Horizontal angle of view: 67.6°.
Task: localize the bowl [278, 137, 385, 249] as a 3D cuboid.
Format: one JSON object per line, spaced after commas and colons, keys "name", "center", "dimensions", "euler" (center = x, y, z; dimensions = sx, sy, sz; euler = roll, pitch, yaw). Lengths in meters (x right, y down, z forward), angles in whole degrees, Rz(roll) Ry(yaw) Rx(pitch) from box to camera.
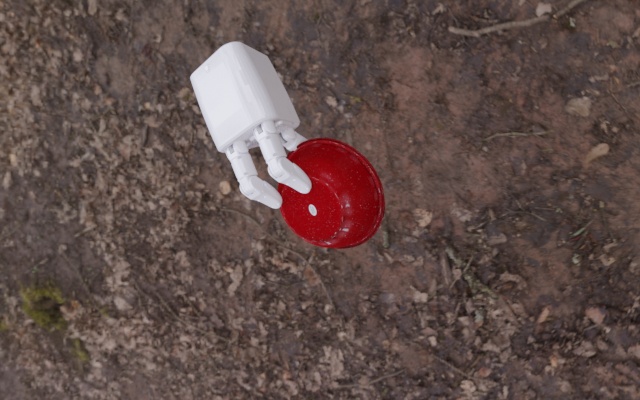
{"name": "bowl", "center": [0.001, 0.003, 0.629], "dimensions": [0.162, 0.162, 0.055], "euler": [0, 22, 30]}
